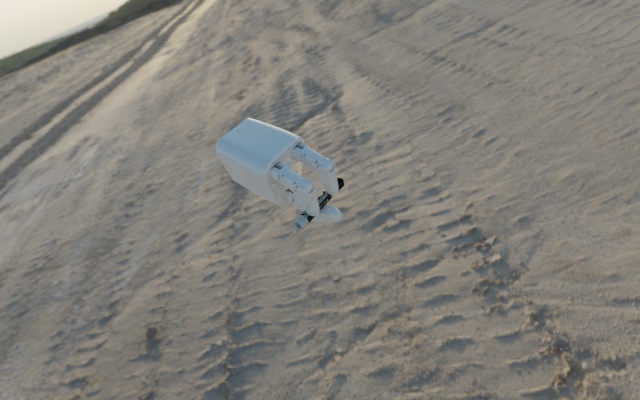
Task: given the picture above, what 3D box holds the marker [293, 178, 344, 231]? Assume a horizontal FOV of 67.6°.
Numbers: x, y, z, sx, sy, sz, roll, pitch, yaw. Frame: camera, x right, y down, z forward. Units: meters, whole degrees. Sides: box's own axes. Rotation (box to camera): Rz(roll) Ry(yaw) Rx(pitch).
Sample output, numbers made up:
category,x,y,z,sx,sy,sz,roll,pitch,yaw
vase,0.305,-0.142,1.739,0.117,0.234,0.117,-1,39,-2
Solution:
category,x,y,z,sx,sy,sz,roll,pitch,yaw
marker,0.000,0.002,0.747,0.020,0.020,0.121,0,36,45
